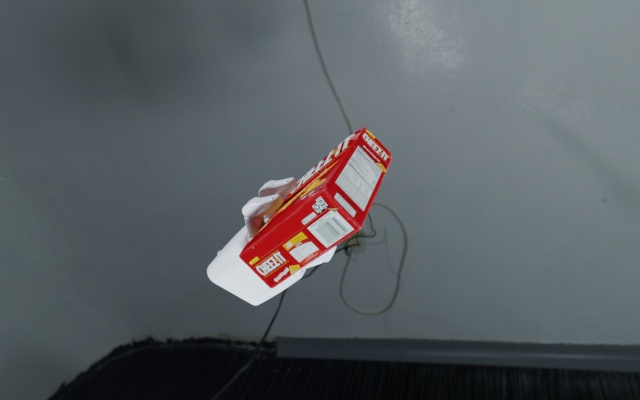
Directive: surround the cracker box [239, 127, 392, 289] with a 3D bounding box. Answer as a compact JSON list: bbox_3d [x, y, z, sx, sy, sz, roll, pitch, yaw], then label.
[{"bbox_3d":[0.000,0.002,0.654,0.164,0.072,0.213,-38,11,32],"label":"cracker box"}]
